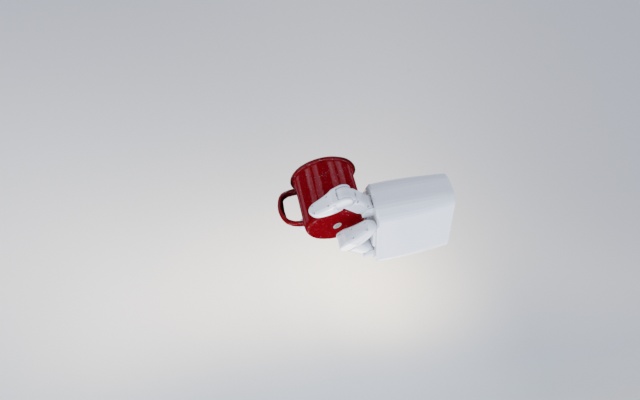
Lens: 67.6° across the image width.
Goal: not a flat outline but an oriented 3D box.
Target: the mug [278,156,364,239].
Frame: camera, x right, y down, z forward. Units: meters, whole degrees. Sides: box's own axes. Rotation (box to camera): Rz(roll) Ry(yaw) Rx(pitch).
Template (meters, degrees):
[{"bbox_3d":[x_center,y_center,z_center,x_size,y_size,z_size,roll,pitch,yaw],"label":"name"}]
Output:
[{"bbox_3d":[-0.001,0.003,0.646,0.117,0.081,0.093,-12,-28,-4],"label":"mug"}]
